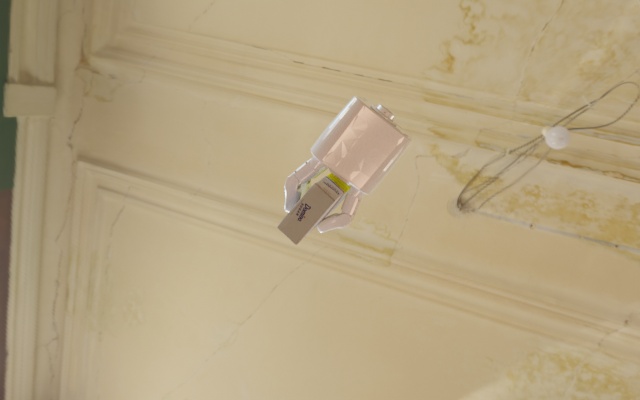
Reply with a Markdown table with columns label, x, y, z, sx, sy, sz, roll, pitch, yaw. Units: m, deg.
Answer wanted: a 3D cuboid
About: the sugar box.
| label | x | y | z | sx | sy | sz | roll | pitch | yaw |
| --- | --- | --- | --- | --- | --- | --- | --- | --- | --- |
| sugar box | 0.000 | 0.002 | 0.757 | 0.048 | 0.093 | 0.176 | 43 | 18 | 6 |
